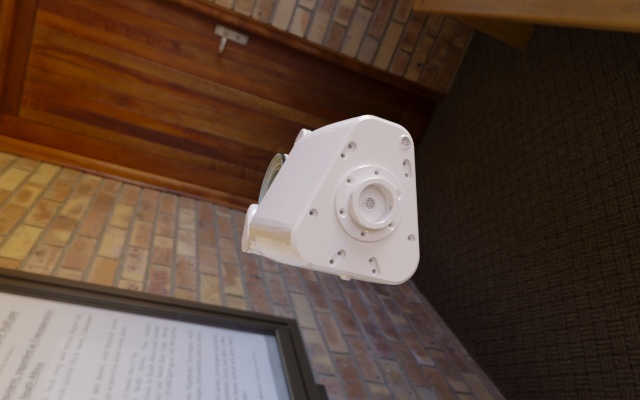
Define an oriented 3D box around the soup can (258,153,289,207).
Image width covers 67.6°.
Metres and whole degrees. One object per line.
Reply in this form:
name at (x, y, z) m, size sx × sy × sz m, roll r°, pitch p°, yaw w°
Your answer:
soup can at (0.000, 0.001, 0.446) m, size 0.102 × 0.068 × 0.068 m, roll 15°, pitch -5°, yaw -20°
